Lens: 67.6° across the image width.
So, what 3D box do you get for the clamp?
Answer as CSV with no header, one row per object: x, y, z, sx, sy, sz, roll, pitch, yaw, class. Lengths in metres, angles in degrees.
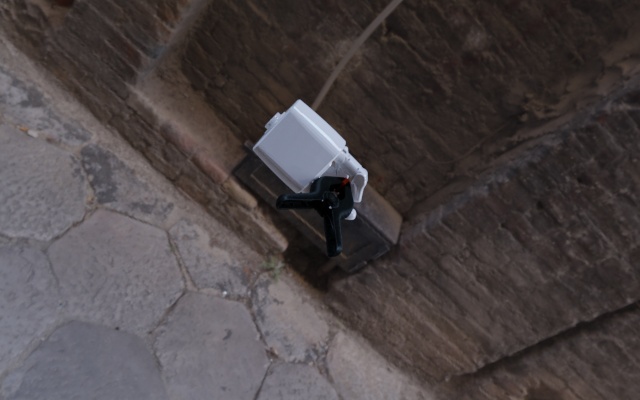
0.001,0.002,0.745,0.039,0.120,0.171,-40,14,31,clamp
